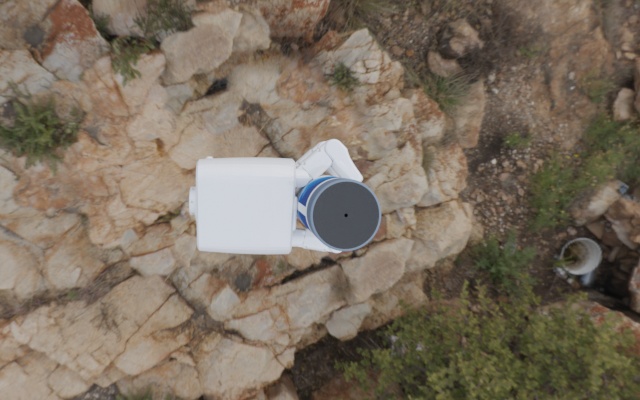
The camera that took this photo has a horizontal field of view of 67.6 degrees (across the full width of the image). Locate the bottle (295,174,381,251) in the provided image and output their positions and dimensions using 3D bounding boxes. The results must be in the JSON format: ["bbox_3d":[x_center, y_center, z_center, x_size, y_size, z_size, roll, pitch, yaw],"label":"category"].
[{"bbox_3d":[0.000,0.002,0.578,0.069,0.069,0.295,0,5,-9],"label":"bottle"}]
